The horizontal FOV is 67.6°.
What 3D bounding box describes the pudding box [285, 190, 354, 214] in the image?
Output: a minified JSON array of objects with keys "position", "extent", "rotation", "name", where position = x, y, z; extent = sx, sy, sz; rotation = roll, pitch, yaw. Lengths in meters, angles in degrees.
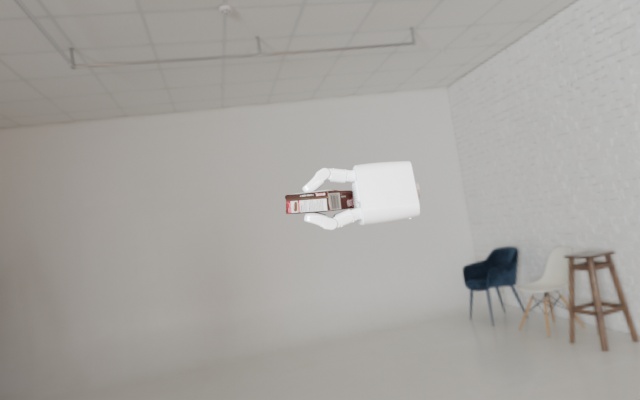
[{"position":[0.000,0.003,0.882],"extent":[0.090,0.039,0.113],"rotation":[-6,-3,26],"name":"pudding box"}]
